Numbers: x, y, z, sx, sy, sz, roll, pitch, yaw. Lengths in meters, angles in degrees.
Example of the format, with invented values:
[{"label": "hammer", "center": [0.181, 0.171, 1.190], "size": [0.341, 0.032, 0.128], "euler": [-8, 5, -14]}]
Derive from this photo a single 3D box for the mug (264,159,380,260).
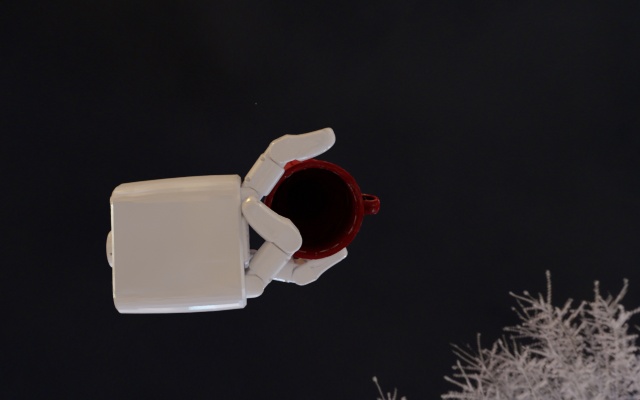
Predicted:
[{"label": "mug", "center": [0.001, 0.001, 0.477], "size": [0.117, 0.093, 0.081], "euler": [-3, 12, -9]}]
